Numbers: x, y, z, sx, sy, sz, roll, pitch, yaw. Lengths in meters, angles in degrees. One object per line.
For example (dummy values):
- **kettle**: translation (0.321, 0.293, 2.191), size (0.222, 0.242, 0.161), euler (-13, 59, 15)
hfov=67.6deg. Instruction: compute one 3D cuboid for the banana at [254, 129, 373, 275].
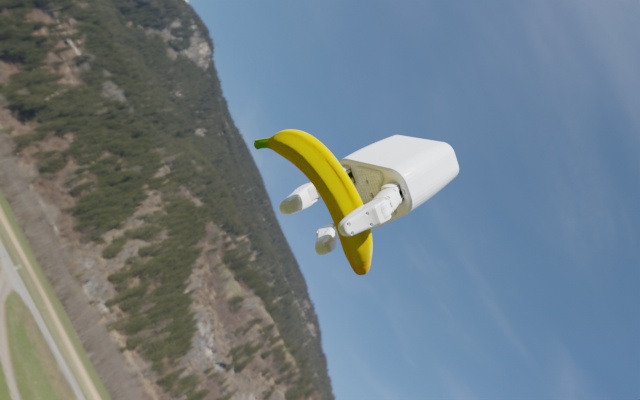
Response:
- **banana**: translation (0.007, -0.009, 0.527), size (0.037, 0.198, 0.070), euler (-33, -7, -41)
